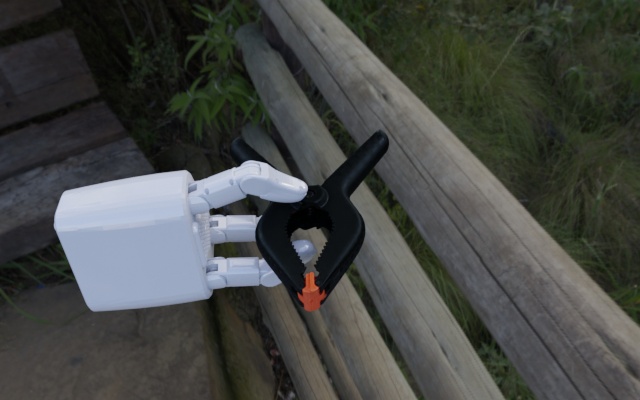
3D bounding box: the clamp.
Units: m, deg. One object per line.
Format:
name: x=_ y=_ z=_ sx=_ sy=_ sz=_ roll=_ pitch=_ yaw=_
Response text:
clamp: x=0.000 y=0.001 z=0.436 sx=0.164 sy=0.036 sz=0.209 roll=-9 pitch=45 yaw=-3
